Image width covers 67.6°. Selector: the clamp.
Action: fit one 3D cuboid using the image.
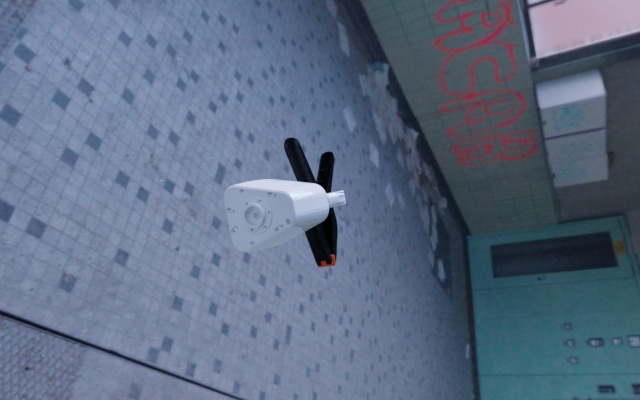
[{"bbox_3d":[0.001,0.003,0.792,0.036,0.210,0.164,-10,0,23],"label":"clamp"}]
